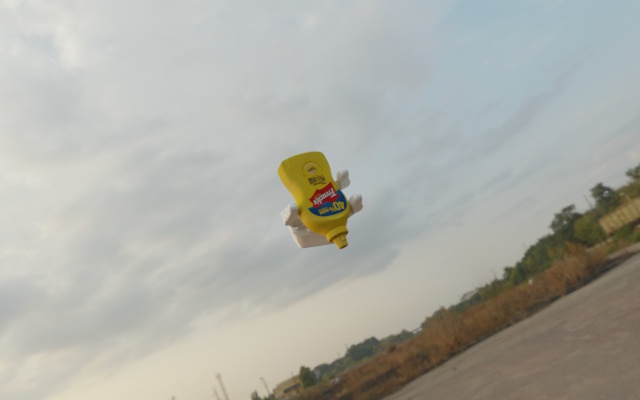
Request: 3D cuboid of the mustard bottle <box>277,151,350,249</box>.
[{"bbox_3d":[0.000,0.003,0.878,0.096,0.191,0.058,-16,-22,-29],"label":"mustard bottle"}]
